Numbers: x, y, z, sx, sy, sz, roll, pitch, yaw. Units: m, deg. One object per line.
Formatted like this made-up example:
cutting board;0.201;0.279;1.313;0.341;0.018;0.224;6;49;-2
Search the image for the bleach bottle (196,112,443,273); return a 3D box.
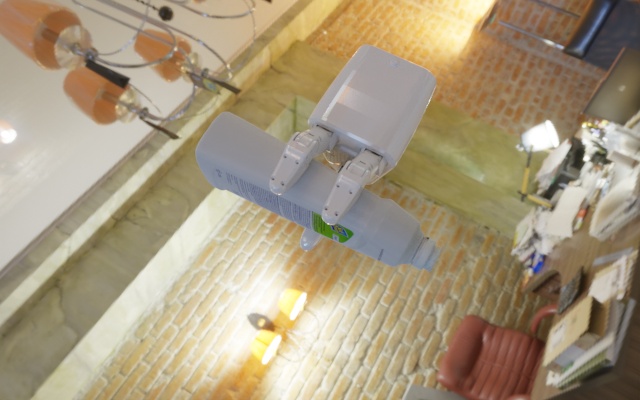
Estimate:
bleach bottle;0.000;0.002;0.480;0.251;0.068;0.103;28;-16;12
